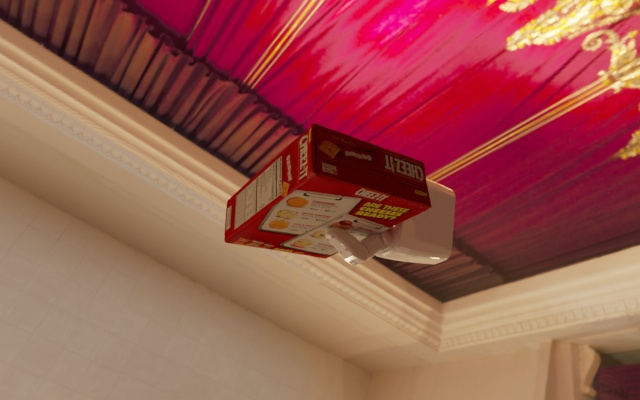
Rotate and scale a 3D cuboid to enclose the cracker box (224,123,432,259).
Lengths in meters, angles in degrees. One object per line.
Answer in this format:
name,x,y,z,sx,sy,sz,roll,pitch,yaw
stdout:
cracker box,0.000,0.002,0.593,0.164,0.072,0.214,14,-30,-32
